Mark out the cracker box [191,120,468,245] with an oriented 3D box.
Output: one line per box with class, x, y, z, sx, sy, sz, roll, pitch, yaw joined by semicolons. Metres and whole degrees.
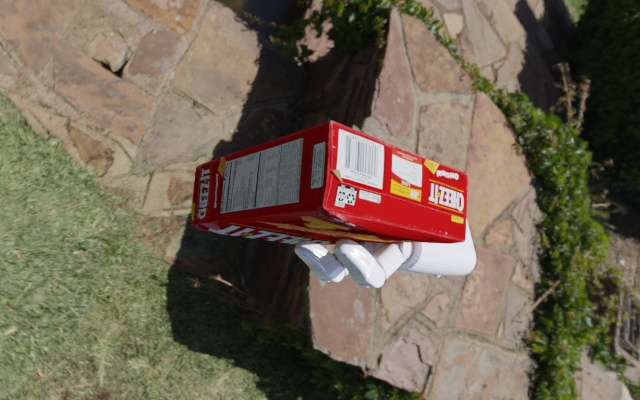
cracker box;0.000;0.001;0.447;0.164;0.072;0.214;14;-14;-38
